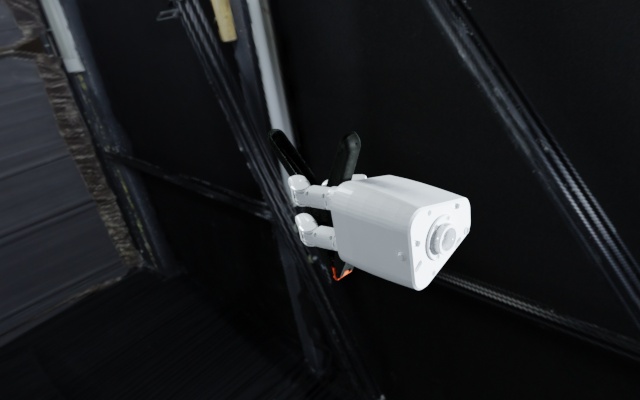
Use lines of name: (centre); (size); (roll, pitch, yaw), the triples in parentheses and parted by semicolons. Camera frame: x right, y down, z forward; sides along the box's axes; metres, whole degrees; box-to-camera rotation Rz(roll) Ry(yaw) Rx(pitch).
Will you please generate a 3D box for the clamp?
clamp: (0.001, 0.002, 0.611); (0.036, 0.210, 0.164); (-27, 31, -31)
